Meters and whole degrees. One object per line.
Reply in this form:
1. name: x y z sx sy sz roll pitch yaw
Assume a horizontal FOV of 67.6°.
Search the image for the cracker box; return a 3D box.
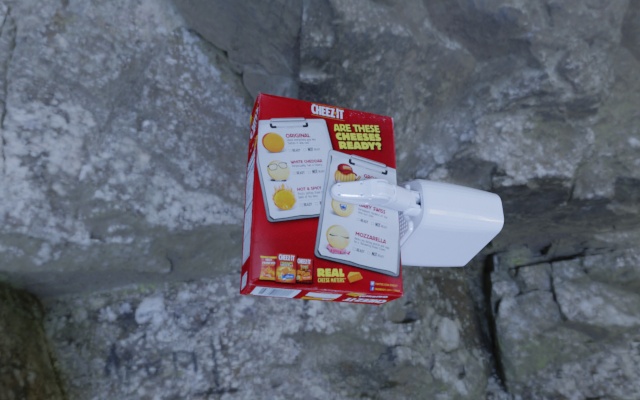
1. cracker box: 0.000 0.002 0.530 0.164 0.213 0.072 7 -23 -18
